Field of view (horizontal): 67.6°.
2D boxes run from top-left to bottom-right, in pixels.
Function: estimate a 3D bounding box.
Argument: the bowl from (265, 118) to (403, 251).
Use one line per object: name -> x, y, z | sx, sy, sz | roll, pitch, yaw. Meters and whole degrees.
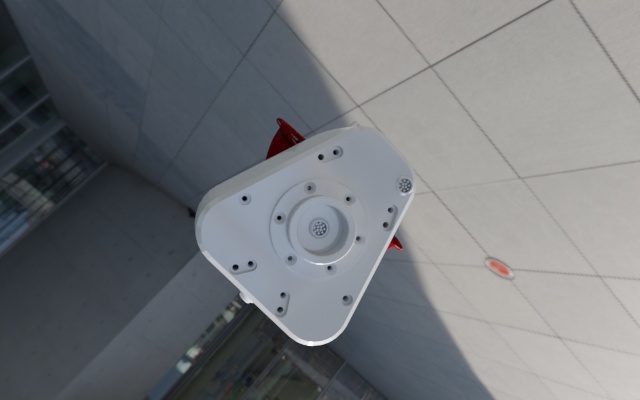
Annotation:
bowl -> 0.000, 0.002, 0.436 | 0.055, 0.162, 0.162 | -44, -7, 7
